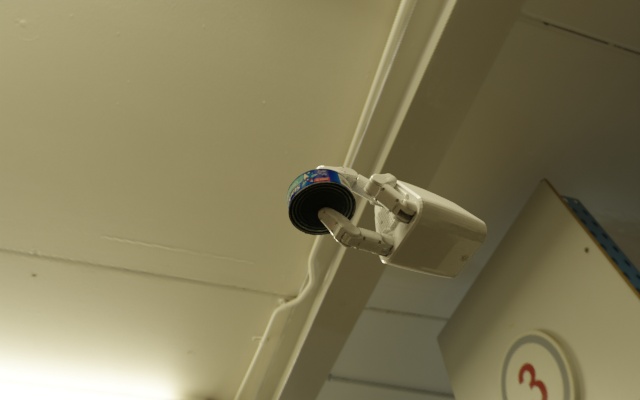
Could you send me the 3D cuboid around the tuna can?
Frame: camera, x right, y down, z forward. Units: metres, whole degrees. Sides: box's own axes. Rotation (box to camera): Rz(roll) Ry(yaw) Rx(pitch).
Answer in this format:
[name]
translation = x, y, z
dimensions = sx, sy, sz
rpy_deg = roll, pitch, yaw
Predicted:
[tuna can]
translation = 0.000, 0.002, 0.609
dimensions = 0.086, 0.086, 0.033
rpy_deg = 0, 38, -11
